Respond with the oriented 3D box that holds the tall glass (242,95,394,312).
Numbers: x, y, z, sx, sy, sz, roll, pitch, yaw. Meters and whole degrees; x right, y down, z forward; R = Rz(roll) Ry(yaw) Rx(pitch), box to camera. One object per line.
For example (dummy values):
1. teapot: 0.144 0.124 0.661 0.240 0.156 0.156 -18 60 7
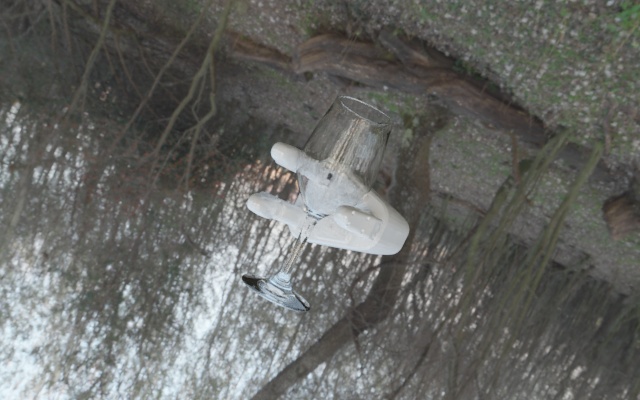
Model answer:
1. tall glass: 0.000 0.002 0.467 0.079 0.201 0.079 26 1 -1
